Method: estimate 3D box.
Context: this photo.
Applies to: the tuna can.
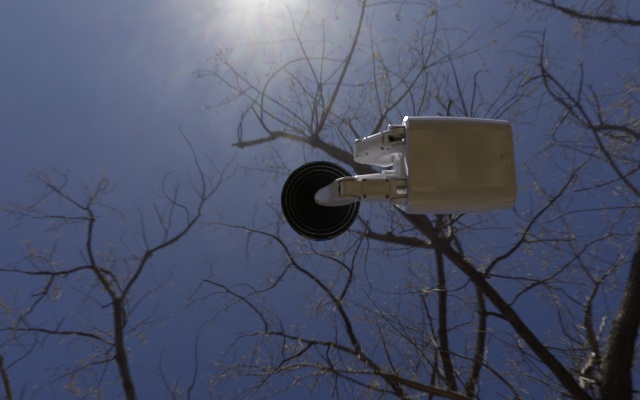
[{"bbox_3d":[0.000,0.002,0.527,0.086,0.086,0.034,0,-10,-1],"label":"tuna can"}]
